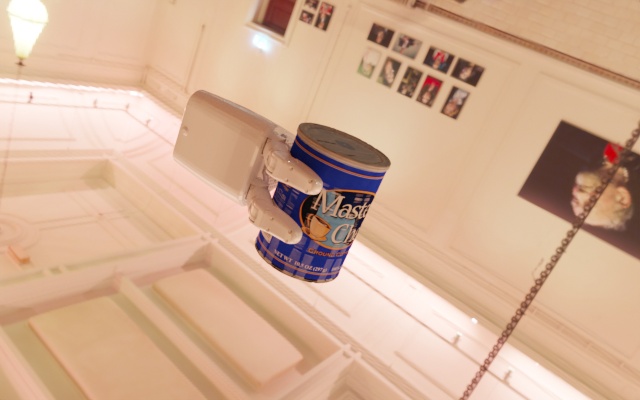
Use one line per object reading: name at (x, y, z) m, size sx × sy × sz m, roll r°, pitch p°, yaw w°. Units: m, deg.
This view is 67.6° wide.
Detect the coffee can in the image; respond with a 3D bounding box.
coffee can at (0.000, 0.002, 0.512) m, size 0.103 × 0.140 × 0.102 m, roll 20°, pitch 20°, yaw -8°
